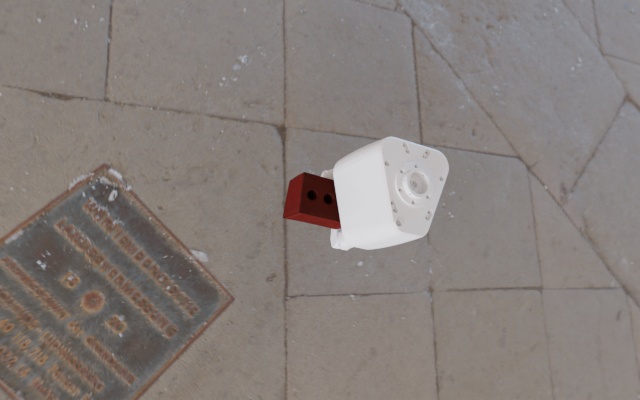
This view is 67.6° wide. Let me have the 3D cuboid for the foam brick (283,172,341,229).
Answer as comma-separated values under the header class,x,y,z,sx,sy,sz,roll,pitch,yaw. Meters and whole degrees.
class,x,y,z,sx,sy,sz,roll,pitch,yaw
foam brick,0.000,0.002,0.605,0.078,0.053,0.051,13,-15,-22
